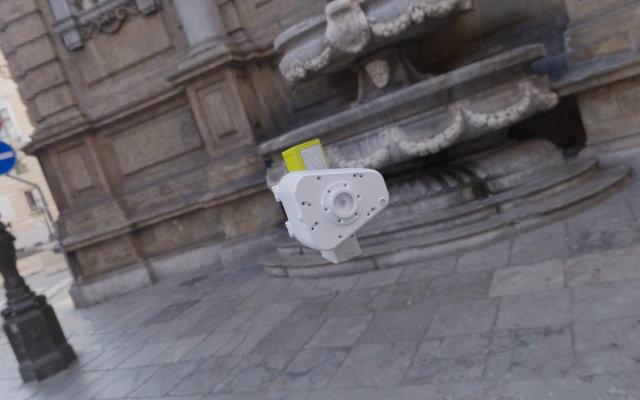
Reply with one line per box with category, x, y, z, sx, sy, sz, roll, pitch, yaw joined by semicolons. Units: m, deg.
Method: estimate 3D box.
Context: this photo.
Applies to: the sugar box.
sugar box;0.000;0.002;0.702;0.048;0.176;0.093;-20;6;-13
